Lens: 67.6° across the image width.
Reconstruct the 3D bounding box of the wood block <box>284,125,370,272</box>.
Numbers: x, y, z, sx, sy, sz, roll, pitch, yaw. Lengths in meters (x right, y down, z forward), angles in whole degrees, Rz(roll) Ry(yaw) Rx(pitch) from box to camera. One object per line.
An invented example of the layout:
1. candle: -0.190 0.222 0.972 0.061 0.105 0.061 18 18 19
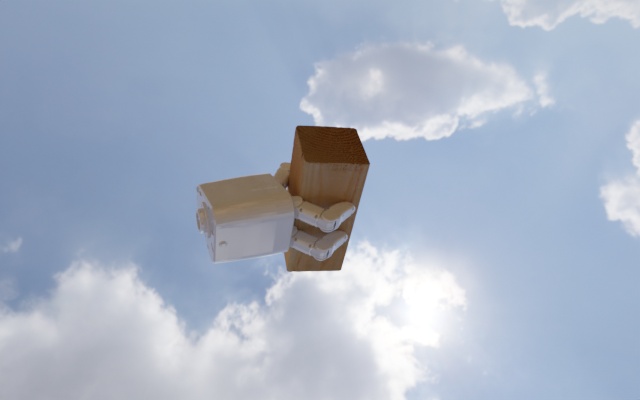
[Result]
1. wood block: 0.000 0.002 0.702 0.090 0.206 0.090 0 41 -13
